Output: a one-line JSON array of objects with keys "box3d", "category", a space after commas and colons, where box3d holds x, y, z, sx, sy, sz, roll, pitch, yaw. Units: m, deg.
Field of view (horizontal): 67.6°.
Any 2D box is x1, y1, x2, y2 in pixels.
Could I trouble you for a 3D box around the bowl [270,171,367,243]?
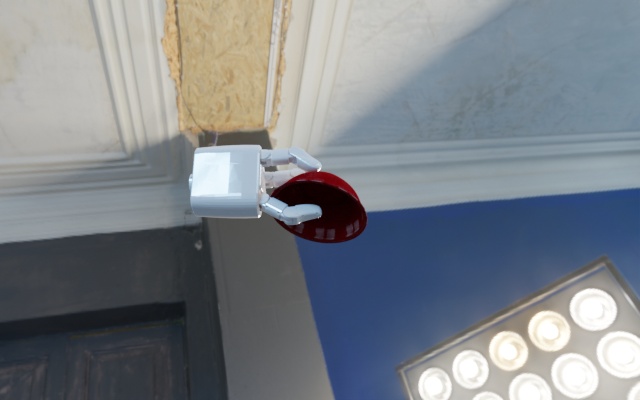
[{"box3d": [0.001, 0.003, 0.779, 0.162, 0.055, 0.162, 9, -38, 7], "category": "bowl"}]
